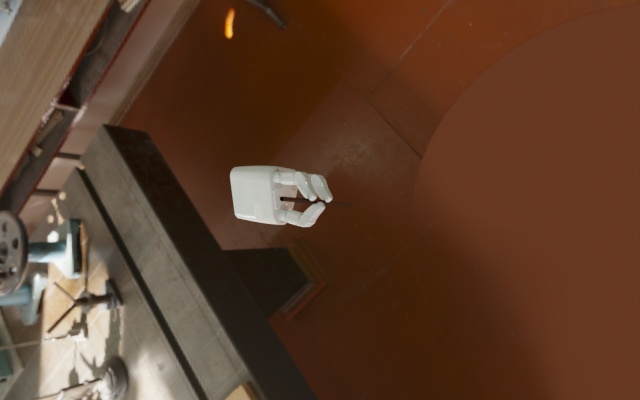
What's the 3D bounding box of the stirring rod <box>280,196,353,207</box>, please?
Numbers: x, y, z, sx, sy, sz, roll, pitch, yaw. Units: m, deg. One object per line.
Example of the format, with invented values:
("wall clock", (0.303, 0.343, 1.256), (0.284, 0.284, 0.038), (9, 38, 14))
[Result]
("stirring rod", (0.000, 0.003, 0.889), (0.011, 0.011, 0.239), (0, -3, 32))
